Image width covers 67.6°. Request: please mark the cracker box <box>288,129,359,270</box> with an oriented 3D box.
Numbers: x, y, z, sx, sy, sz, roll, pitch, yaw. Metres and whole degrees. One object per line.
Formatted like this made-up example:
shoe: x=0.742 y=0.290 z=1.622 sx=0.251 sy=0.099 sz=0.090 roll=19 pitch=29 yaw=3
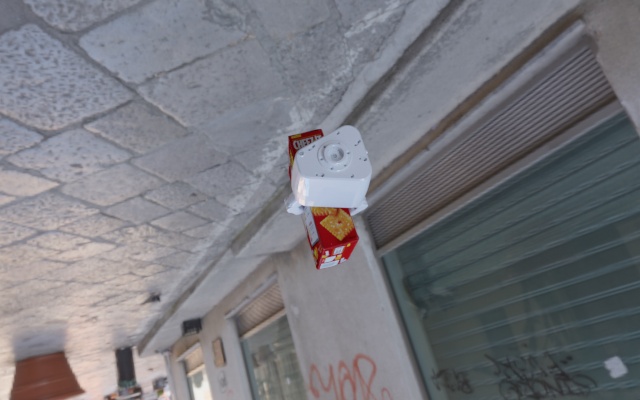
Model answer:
cracker box: x=0.000 y=0.003 z=0.874 sx=0.072 sy=0.213 sz=0.164 roll=-14 pitch=-19 yaw=-9
